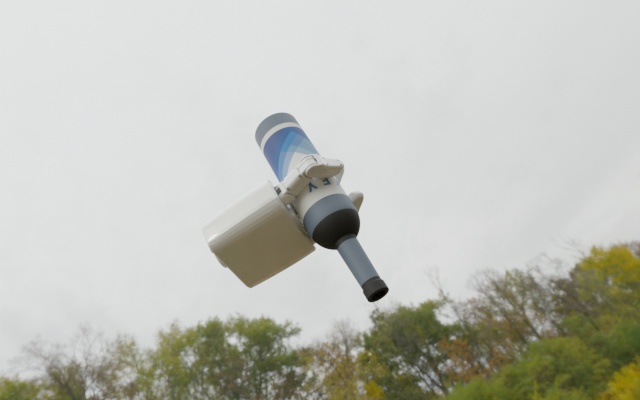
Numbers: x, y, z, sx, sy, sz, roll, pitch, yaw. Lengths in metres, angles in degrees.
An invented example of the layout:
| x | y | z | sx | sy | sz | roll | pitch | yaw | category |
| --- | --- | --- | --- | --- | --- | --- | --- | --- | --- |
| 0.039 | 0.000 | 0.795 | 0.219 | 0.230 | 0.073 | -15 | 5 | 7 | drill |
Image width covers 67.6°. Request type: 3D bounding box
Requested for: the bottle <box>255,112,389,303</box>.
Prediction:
| x | y | z | sx | sy | sz | roll | pitch | yaw | category |
| --- | --- | --- | --- | --- | --- | --- | --- | --- | --- |
| 0.000 | 0.002 | 0.611 | 0.069 | 0.295 | 0.069 | -21 | -36 | -16 | bottle |
